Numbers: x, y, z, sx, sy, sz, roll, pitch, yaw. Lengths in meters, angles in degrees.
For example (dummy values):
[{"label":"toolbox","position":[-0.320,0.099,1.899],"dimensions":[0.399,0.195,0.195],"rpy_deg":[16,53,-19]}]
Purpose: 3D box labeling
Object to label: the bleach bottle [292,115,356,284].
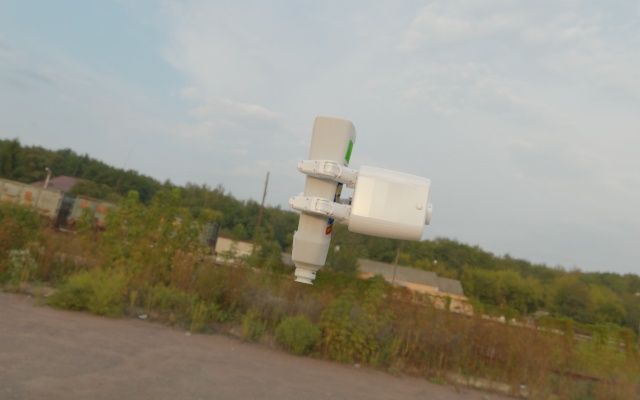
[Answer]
[{"label":"bleach bottle","position":[0.000,0.002,0.738],"dimensions":[0.068,0.250,0.102],"rpy_deg":[10,-9,8]}]
